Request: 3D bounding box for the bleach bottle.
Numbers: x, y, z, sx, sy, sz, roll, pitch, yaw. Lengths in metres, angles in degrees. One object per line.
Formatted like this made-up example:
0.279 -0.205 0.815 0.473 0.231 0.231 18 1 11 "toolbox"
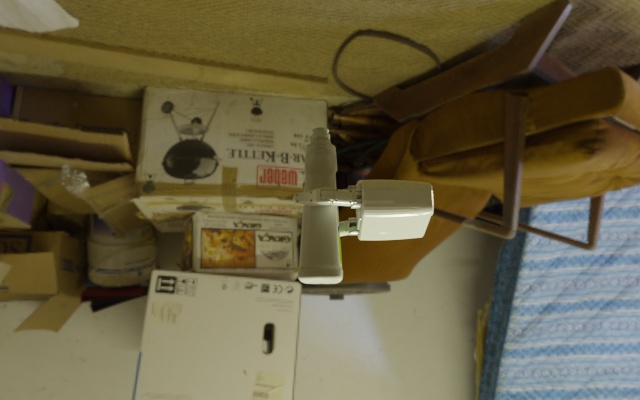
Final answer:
0.000 0.003 0.758 0.068 0.250 0.102 0 -14 1 "bleach bottle"
